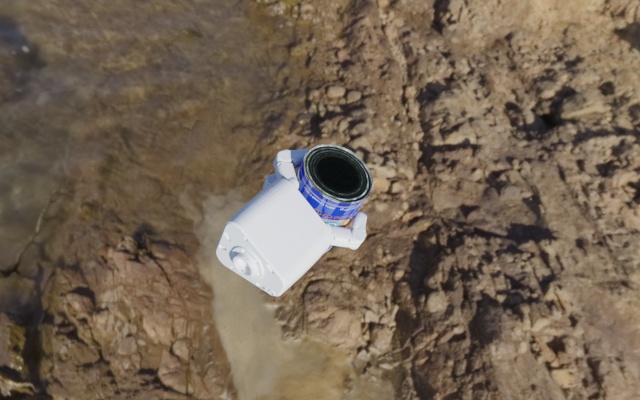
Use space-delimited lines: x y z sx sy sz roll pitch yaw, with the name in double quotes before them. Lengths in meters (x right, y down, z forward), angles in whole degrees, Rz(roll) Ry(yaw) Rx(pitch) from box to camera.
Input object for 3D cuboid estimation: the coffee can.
"coffee can" 0.000 0.002 0.693 0.103 0.102 0.140 0 -36 -26
